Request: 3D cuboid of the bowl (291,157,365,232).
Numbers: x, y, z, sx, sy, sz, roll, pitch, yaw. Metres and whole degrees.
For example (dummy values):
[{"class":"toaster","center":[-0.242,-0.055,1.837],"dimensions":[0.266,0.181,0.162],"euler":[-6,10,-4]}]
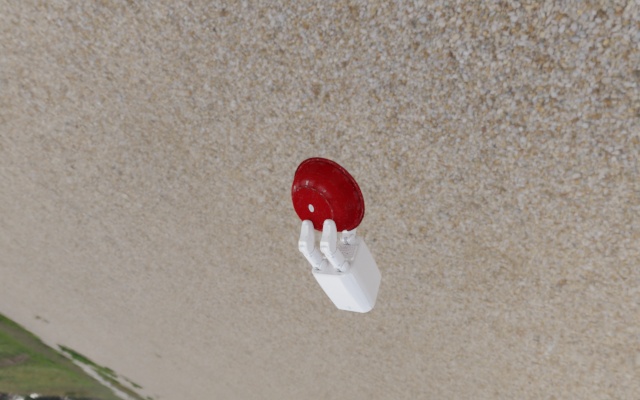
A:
[{"class":"bowl","center":[-0.001,0.002,0.886],"dimensions":[0.162,0.162,0.055],"euler":[0,29,41]}]
